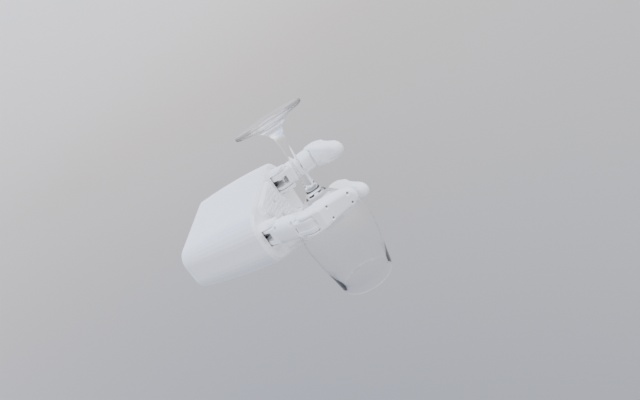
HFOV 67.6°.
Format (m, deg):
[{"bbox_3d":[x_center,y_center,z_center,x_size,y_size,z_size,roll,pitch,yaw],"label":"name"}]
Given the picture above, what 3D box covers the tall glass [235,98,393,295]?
[{"bbox_3d":[0.000,0.001,0.488,0.079,0.201,0.079,-30,18,10],"label":"tall glass"}]
